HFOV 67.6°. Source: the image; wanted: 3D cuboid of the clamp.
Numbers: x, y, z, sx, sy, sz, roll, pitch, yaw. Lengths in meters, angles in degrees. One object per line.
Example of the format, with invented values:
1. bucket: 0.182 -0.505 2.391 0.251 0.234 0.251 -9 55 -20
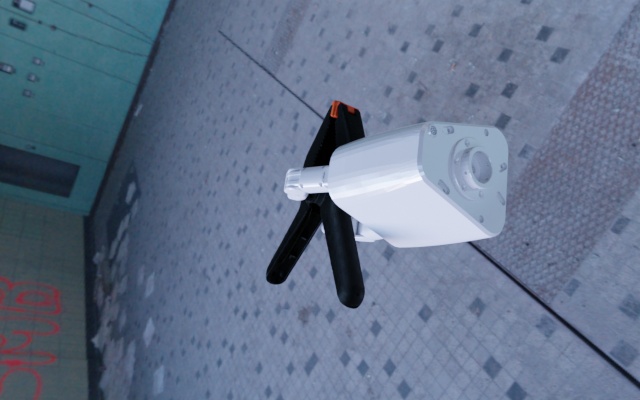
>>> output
1. clamp: 0.000 0.001 0.497 0.036 0.210 0.164 17 -16 -32
